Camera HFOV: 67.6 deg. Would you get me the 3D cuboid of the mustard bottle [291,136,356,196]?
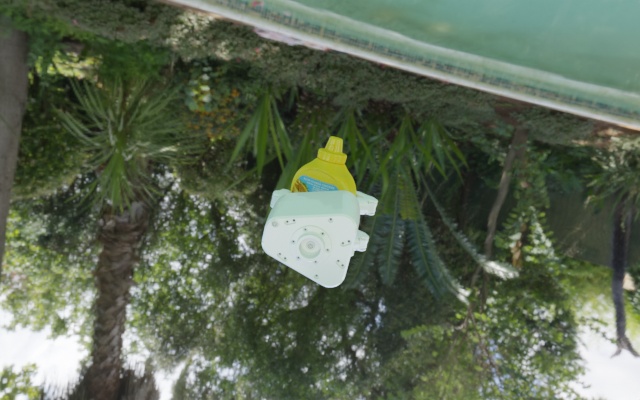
[{"bbox_3d":[0.000,0.002,0.693,0.096,0.192,0.058,20,16,24],"label":"mustard bottle"}]
